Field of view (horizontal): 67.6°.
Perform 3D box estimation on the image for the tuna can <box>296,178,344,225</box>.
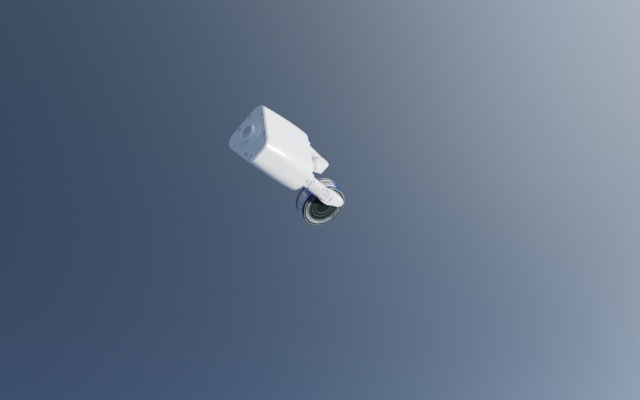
[{"bbox_3d":[0.000,0.003,0.882,0.086,0.086,0.033,0,35,-32],"label":"tuna can"}]
